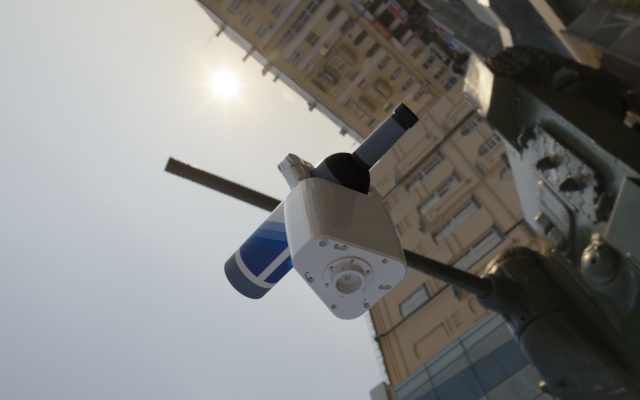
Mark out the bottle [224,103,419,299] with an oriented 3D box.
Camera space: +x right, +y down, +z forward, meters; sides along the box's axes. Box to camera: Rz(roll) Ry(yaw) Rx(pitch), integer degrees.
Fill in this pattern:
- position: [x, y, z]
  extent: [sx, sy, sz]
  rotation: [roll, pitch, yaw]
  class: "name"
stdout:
- position: [0.000, 0.002, 0.567]
  extent: [0.296, 0.069, 0.069]
  rotation: [-45, -19, 19]
  class: "bottle"
